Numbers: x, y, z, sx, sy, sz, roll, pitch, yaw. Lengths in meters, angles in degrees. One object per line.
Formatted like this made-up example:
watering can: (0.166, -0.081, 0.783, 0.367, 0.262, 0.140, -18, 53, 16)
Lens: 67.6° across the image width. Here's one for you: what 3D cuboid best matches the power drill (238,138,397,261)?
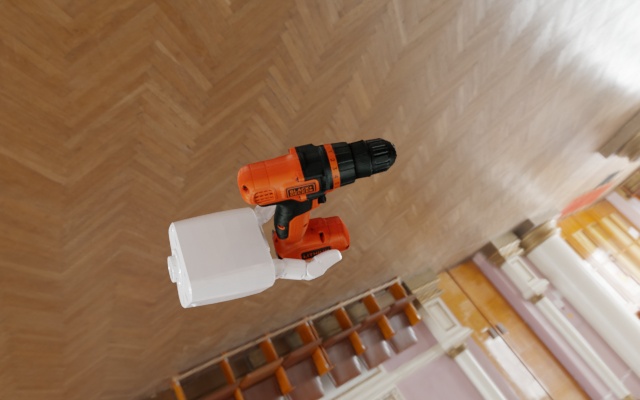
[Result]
power drill: (0.000, 0.002, 0.600, 0.184, 0.057, 0.188, -12, -36, -6)
